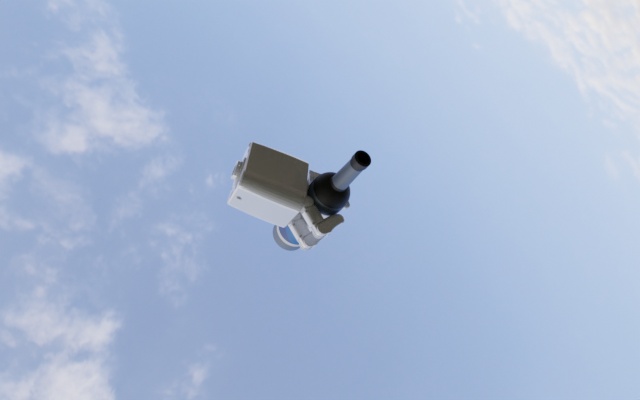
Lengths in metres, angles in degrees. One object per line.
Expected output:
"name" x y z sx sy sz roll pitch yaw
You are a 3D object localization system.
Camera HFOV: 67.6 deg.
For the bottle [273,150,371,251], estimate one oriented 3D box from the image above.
"bottle" 0.000 0.003 0.800 0.069 0.069 0.296 0 -25 -27
